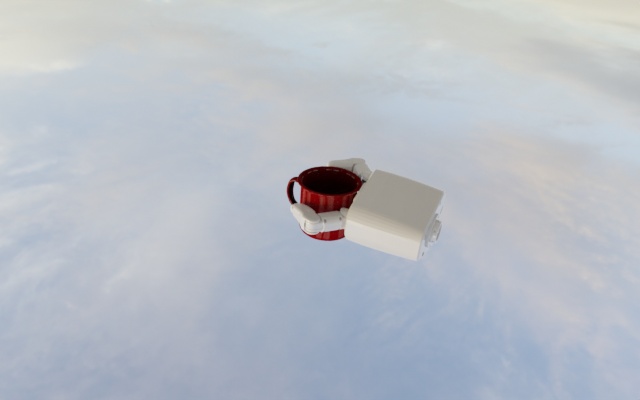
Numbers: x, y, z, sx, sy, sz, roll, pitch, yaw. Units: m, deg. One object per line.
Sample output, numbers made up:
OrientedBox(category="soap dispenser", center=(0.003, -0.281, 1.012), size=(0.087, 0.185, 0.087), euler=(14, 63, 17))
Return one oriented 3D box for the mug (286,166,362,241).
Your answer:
OrientedBox(category="mug", center=(-0.001, 0.002, 0.706), size=(0.117, 0.081, 0.093), euler=(18, 32, 22))
